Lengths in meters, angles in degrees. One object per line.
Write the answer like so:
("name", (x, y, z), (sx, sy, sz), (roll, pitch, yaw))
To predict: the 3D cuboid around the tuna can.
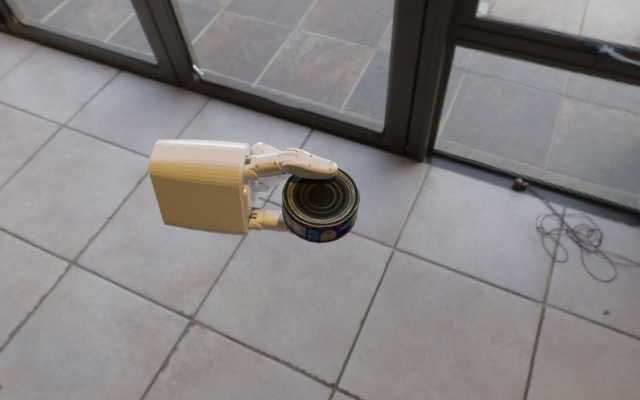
("tuna can", (0.000, 0.001, 0.525), (0.086, 0.086, 0.034), (0, -33, -3))
